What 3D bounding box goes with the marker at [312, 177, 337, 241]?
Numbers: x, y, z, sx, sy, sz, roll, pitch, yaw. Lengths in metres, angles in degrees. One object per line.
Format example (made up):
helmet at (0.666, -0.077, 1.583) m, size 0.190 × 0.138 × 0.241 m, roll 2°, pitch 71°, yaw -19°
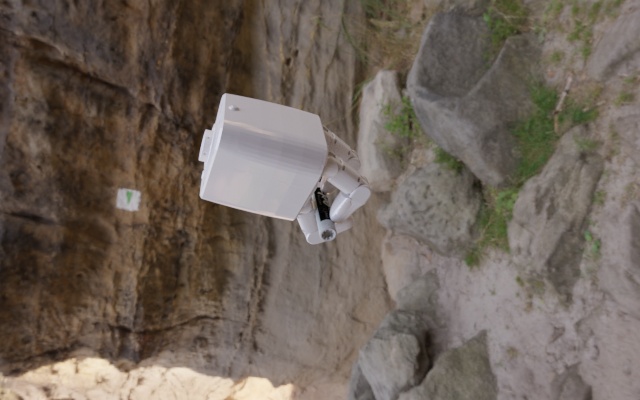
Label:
marker at (0.000, 0.002, 0.557) m, size 0.020 × 0.020 × 0.121 m, roll 0°, pitch 35°, yaw -10°
